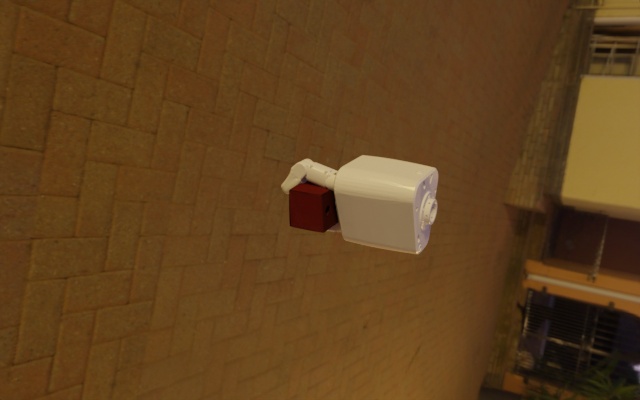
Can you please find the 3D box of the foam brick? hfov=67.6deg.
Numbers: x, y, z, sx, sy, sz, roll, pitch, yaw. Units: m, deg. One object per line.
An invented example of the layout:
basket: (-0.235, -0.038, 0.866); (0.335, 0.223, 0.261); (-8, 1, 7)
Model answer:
foam brick: (0.000, 0.002, 0.636); (0.051, 0.053, 0.078); (11, 25, 29)
